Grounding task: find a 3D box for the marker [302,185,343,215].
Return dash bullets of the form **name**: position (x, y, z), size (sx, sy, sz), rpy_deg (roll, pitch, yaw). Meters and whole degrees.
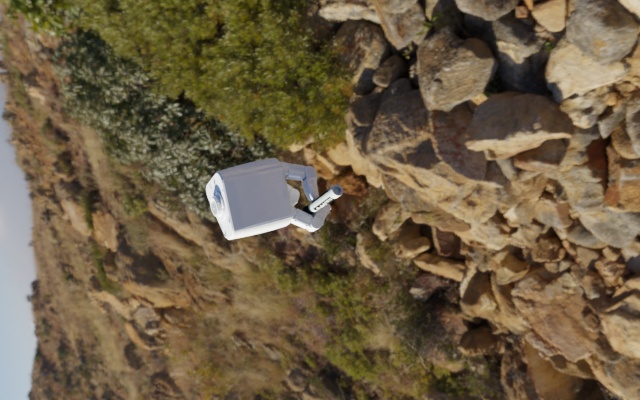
- **marker**: position (0.000, 0.003, 0.784), size (0.020, 0.020, 0.121), rpy_deg (0, -18, -27)
